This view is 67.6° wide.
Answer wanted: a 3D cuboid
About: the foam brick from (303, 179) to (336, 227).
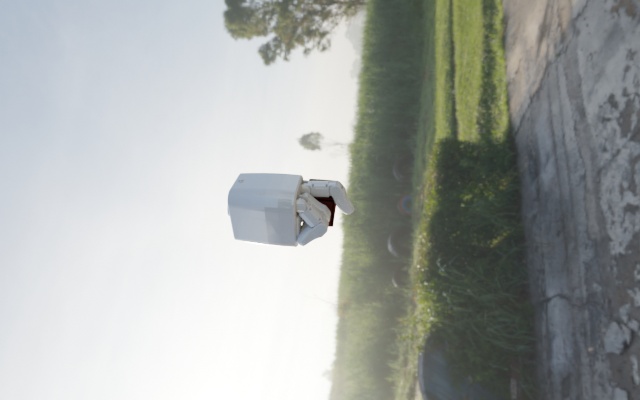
[{"bbox_3d":[0.000,0.003,0.814,0.051,0.053,0.078,4,27,5],"label":"foam brick"}]
